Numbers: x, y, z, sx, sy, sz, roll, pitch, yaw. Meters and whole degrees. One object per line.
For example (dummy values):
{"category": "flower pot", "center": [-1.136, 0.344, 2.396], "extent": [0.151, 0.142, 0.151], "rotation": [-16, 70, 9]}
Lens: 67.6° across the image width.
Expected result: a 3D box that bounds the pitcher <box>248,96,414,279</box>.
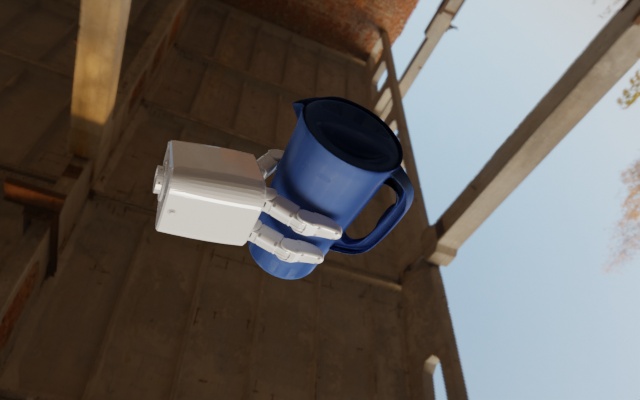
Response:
{"category": "pitcher", "center": [0.000, 0.002, 0.625], "extent": [0.145, 0.149, 0.243], "rotation": [9, -46, -25]}
